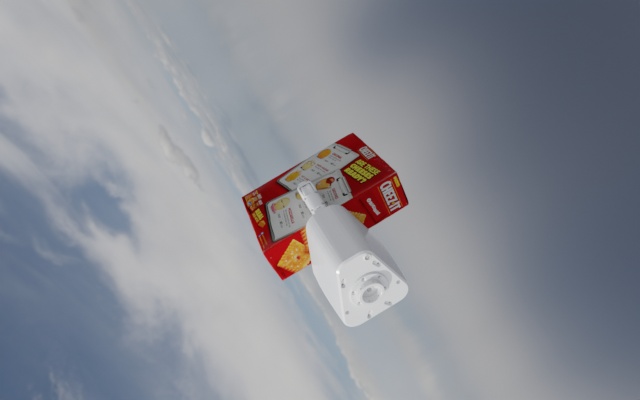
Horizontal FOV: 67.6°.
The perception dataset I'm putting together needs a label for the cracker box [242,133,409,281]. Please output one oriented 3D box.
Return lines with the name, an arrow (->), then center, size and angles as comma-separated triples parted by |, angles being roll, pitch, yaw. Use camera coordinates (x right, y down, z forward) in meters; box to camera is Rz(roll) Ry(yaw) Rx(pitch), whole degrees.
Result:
cracker box -> 0.000, 0.002, 0.725 | 0.213, 0.072, 0.164 | -30, 34, -3
